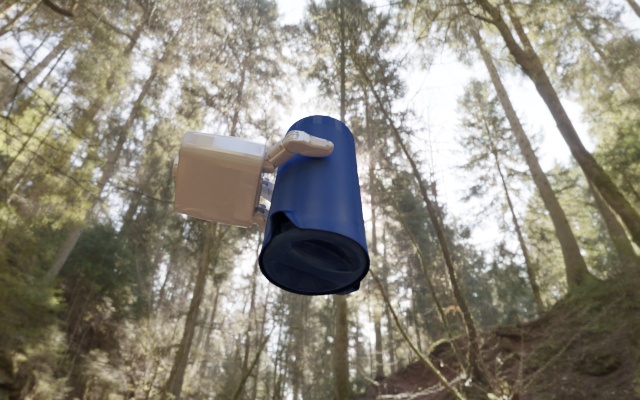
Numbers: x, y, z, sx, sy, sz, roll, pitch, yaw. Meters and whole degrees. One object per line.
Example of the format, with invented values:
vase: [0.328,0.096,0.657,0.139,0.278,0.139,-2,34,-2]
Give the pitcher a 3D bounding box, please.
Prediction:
pitcher: [0.000,0.002,0.651,0.145,0.242,0.149,10,-45,-8]
